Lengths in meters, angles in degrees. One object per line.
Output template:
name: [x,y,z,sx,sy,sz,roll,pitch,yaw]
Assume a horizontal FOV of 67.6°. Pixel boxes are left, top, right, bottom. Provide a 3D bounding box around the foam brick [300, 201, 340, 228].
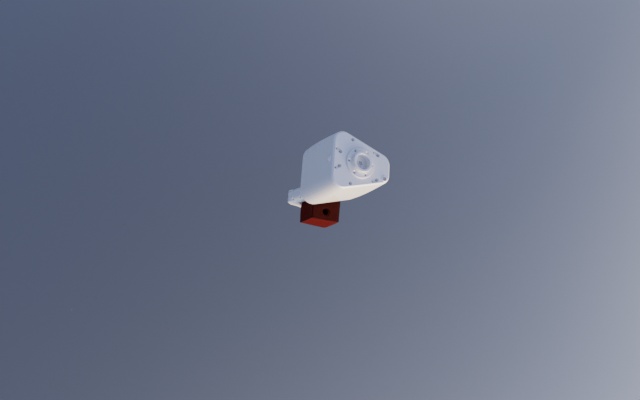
foam brick: [0.000,0.003,0.839,0.053,0.078,0.051,12,-16,-26]
